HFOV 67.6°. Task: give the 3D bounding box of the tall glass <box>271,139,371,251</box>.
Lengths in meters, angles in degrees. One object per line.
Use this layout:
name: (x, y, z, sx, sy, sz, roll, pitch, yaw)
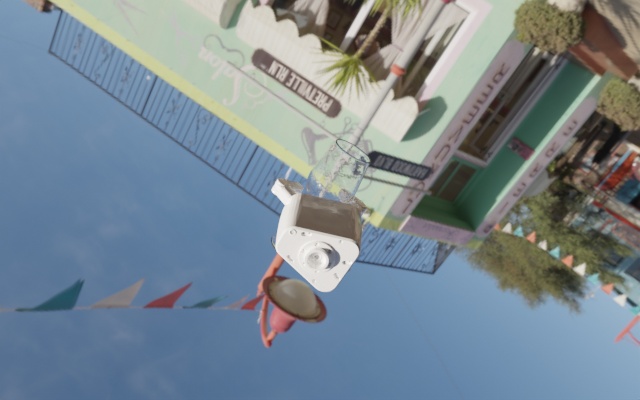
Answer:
tall glass: (0.000, 0.003, 0.755, 0.079, 0.201, 0.079, 27, 23, -12)
